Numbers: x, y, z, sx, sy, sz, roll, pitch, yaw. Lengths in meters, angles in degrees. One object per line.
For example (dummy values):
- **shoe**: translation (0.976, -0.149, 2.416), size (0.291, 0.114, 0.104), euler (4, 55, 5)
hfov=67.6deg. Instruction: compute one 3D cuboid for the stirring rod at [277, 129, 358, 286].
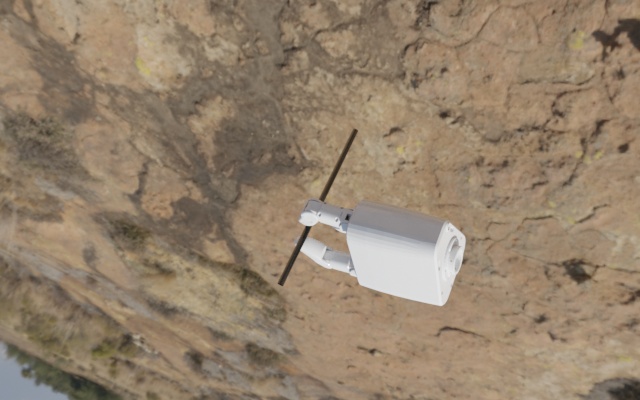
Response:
- **stirring rod**: translation (0.000, 0.002, 0.625), size (0.011, 0.239, 0.011), euler (22, -22, 9)
